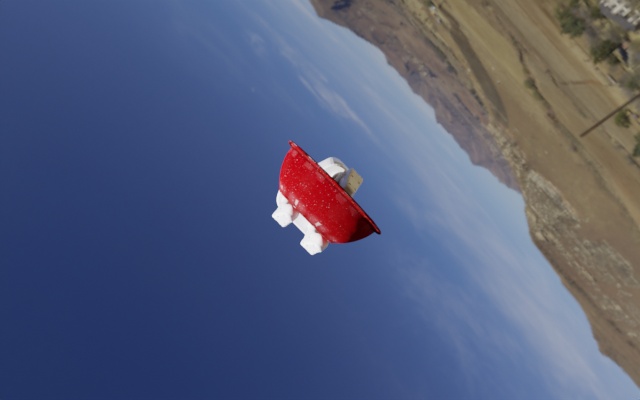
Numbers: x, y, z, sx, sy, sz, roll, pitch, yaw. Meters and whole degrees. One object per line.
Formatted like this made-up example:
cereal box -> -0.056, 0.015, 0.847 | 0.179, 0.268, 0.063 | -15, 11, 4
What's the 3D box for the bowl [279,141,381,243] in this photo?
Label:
bowl -> 0.000, 0.002, 0.593 | 0.055, 0.162, 0.162 | -45, -2, -2
